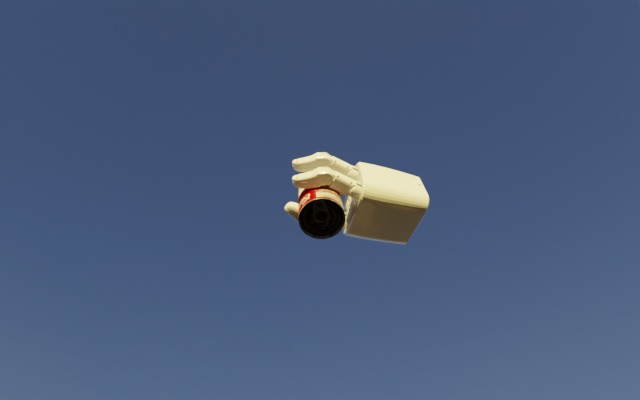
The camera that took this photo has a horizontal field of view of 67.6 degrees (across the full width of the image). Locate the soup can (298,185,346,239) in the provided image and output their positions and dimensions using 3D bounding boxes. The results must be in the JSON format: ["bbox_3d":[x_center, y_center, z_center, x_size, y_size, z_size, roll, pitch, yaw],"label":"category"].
[{"bbox_3d":[0.000,0.002,0.723,0.068,0.068,0.102,0,29,-3],"label":"soup can"}]
